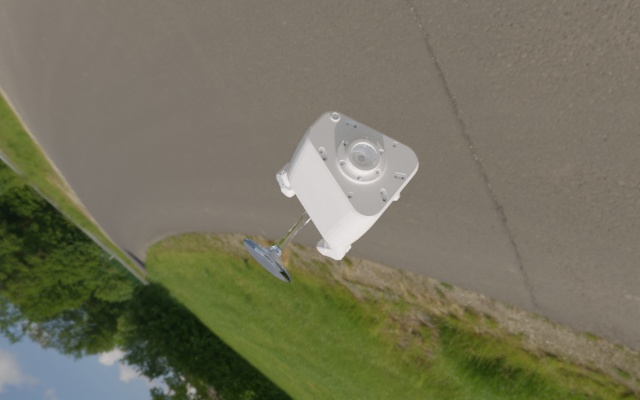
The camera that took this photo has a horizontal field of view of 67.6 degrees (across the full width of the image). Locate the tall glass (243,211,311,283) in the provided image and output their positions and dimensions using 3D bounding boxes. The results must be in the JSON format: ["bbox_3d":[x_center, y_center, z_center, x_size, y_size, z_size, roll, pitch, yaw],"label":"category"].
[{"bbox_3d":[0.000,0.002,0.590,0.201,0.079,0.079,-48,21,-21],"label":"tall glass"}]
